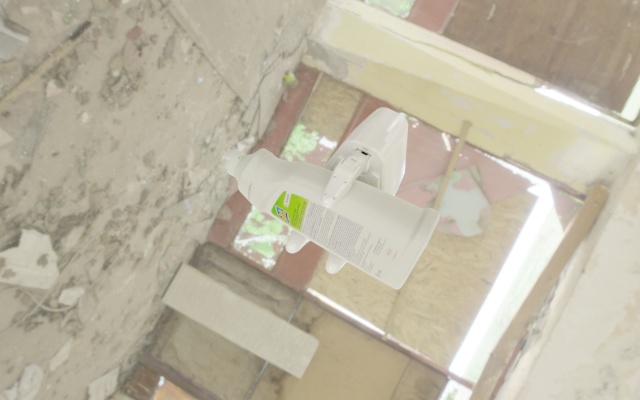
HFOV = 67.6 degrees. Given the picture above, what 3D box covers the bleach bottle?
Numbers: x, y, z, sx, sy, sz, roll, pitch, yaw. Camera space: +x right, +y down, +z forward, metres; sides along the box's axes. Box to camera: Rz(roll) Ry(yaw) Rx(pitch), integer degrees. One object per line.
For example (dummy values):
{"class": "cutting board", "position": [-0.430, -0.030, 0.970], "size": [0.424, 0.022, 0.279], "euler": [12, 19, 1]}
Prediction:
{"class": "bleach bottle", "position": [0.000, 0.002, 0.549], "size": [0.251, 0.103, 0.068], "euler": [28, 44, 10]}
